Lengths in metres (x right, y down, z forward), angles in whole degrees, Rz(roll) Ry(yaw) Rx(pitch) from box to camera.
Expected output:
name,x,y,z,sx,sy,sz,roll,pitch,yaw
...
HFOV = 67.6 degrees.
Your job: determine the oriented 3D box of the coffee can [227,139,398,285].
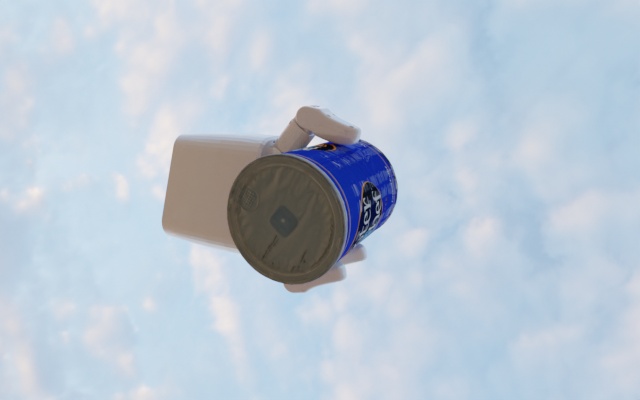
name,x,y,z,sx,sy,sz,roll,pitch,yaw
coffee can,0.000,0.001,0.423,0.103,0.103,0.140,0,12,25
